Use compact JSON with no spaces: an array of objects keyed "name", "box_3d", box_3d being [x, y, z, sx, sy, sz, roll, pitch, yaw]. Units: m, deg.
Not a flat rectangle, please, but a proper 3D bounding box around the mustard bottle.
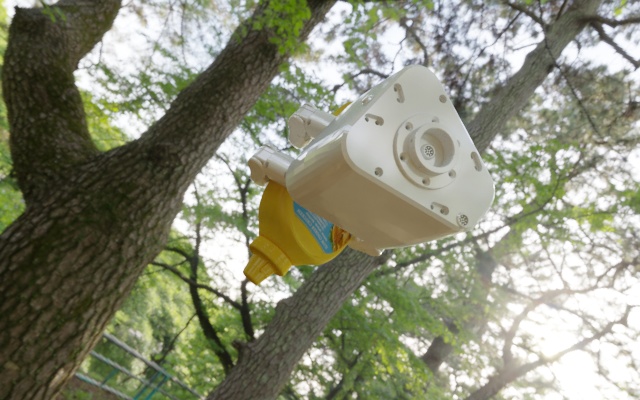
[{"name":"mustard bottle","box_3d":[0.000,0.001,0.442,0.191,0.096,0.058,-48,33,-21]}]
